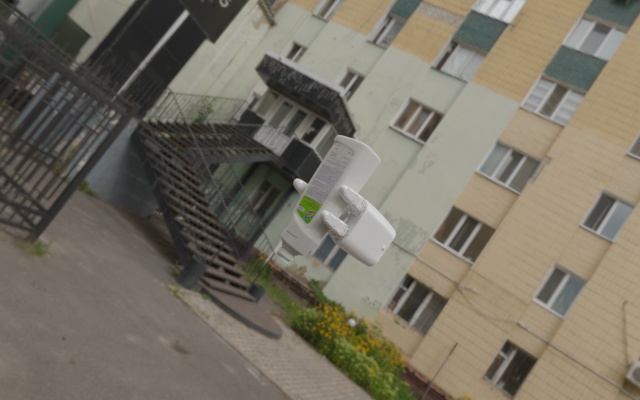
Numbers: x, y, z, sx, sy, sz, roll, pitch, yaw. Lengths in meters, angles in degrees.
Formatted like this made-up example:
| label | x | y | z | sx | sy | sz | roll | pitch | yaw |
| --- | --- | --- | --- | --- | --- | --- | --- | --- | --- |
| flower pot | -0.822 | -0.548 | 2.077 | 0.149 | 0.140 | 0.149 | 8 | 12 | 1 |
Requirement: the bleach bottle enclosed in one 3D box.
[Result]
| label | x | y | z | sx | sy | sz | roll | pitch | yaw |
| --- | --- | --- | --- | --- | --- | --- | --- | --- | --- |
| bleach bottle | 0.000 | 0.003 | 0.869 | 0.068 | 0.251 | 0.102 | 41 | -8 | -37 |
